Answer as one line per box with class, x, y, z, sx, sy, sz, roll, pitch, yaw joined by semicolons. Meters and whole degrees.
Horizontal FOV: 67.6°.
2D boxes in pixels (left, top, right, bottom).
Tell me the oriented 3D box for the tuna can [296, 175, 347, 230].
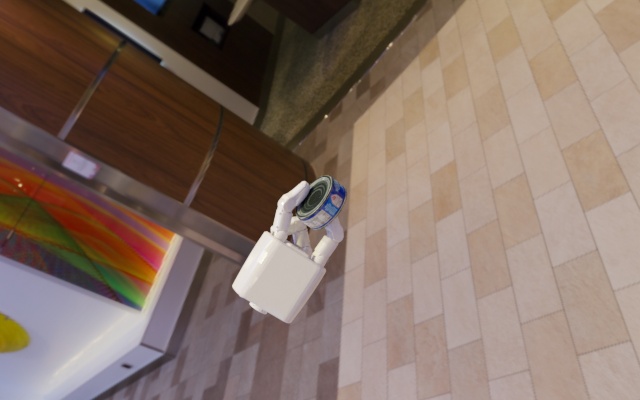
tuna can;0.000;0.002;0.757;0.034;0.086;0.086;38;-19;-26
